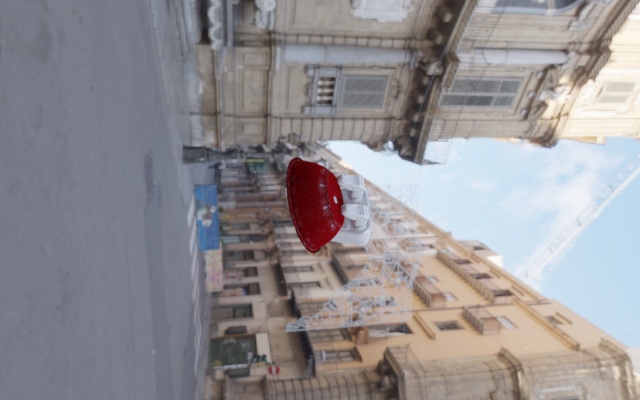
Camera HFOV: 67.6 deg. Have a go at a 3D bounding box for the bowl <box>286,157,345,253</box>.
[{"bbox_3d":[0.000,0.002,0.779,0.055,0.162,0.162,-12,-4,17],"label":"bowl"}]
